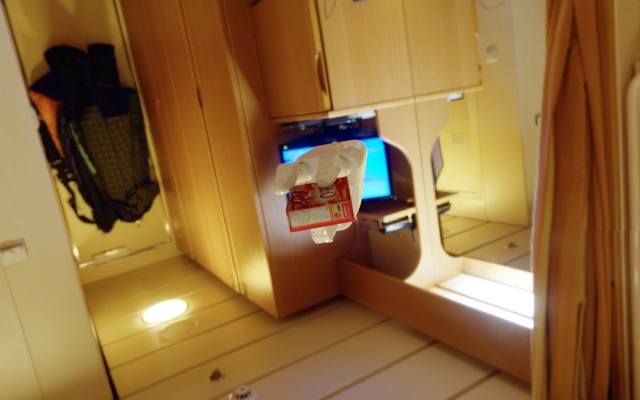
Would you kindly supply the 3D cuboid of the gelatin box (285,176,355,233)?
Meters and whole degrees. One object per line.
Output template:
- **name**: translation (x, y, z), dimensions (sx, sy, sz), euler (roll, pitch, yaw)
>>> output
- **gelatin box**: translation (0.000, 0.002, 0.555), dimensions (0.073, 0.030, 0.089), euler (-10, 20, 4)
